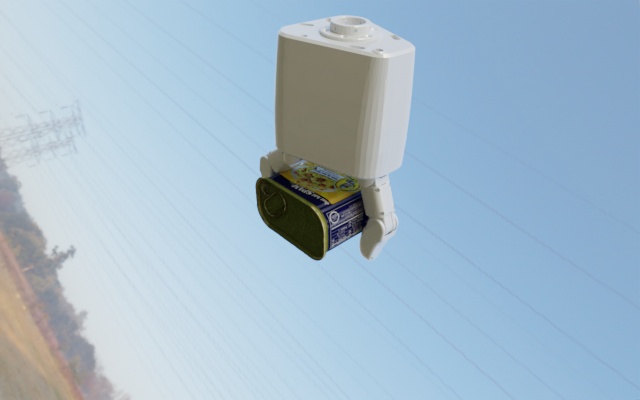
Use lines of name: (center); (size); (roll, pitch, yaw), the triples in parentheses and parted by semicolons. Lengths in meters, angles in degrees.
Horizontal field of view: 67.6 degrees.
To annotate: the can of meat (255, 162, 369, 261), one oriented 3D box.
can of meat: (0.000, 0.002, 0.467); (0.084, 0.057, 0.102); (-26, 40, -34)
